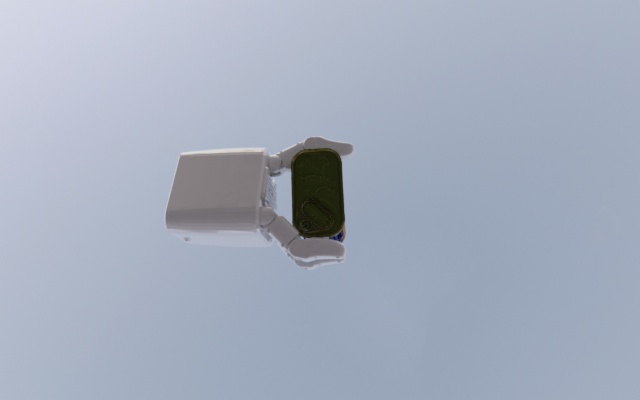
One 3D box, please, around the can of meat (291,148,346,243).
[{"bbox_3d":[0.000,0.002,0.559,0.057,0.102,0.084,-4,-16,4],"label":"can of meat"}]
